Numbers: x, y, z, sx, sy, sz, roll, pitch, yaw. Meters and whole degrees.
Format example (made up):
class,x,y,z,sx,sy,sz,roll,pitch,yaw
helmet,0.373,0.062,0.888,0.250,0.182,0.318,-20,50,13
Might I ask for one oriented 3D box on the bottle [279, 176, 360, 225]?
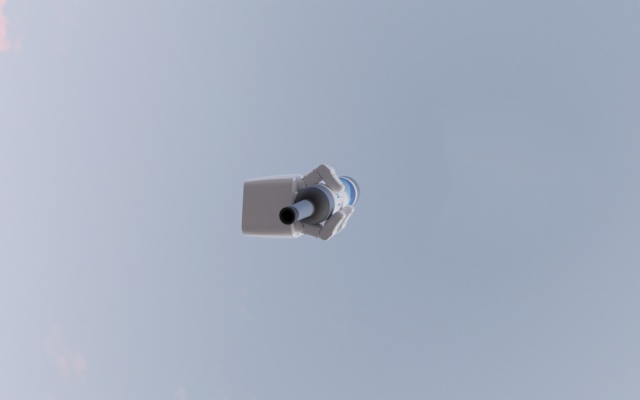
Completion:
class,x,y,z,sx,sy,sz,roll,pitch,yaw
bottle,0.000,0.003,0.851,0.069,0.069,0.295,0,8,20
